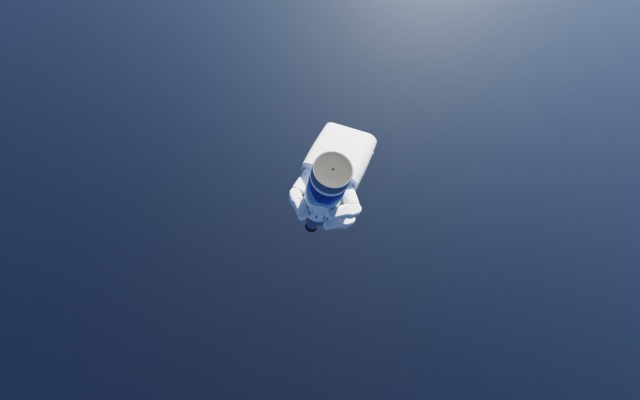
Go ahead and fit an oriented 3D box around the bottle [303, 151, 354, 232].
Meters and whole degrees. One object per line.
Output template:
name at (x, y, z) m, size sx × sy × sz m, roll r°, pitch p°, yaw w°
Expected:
bottle at (0.000, 0.003, 0.892) m, size 0.069 × 0.069 × 0.296 m, roll 0°, pitch -21°, yaw -8°
